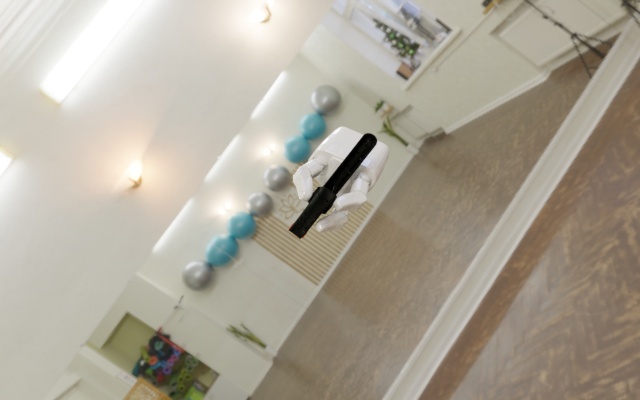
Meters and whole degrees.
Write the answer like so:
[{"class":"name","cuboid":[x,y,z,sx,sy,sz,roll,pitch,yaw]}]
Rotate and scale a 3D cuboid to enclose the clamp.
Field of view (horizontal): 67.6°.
[{"class":"clamp","cuboid":[-0.001,0.002,0.723,0.210,0.036,0.164,-51,-1,39]}]
